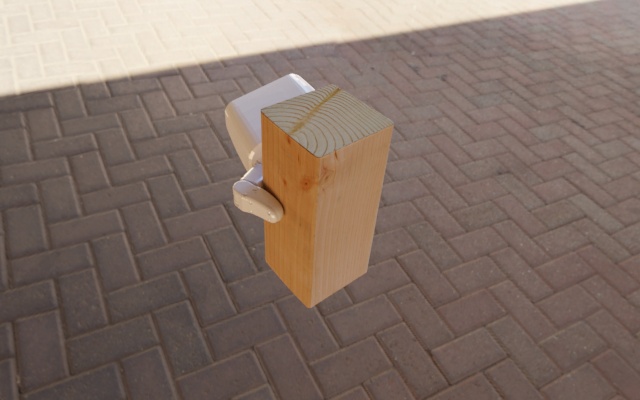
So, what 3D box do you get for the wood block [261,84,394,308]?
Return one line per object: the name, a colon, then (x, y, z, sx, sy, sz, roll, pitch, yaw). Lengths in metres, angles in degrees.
wood block: (0.000, 0.001, 0.495, 0.091, 0.206, 0.090, -26, 50, -29)
